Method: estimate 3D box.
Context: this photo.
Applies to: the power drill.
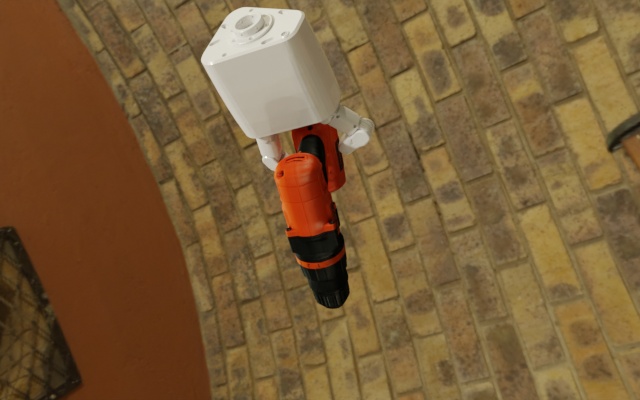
[{"bbox_3d":[0.000,0.001,0.538,0.057,0.184,0.187,-9,32,6],"label":"power drill"}]
